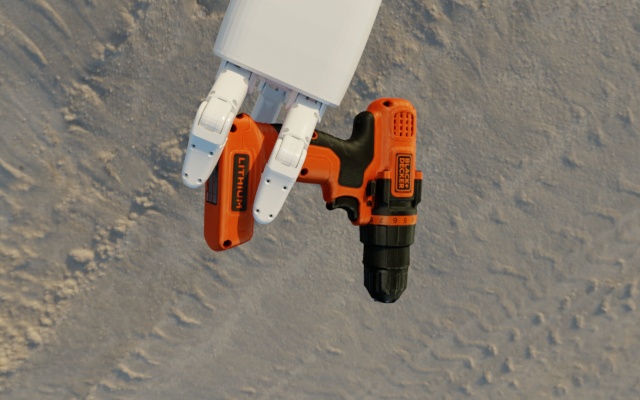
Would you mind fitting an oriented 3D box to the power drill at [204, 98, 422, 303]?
[{"bbox_3d":[0.000,0.001,0.402,0.187,0.184,0.057,0,2,-28],"label":"power drill"}]
